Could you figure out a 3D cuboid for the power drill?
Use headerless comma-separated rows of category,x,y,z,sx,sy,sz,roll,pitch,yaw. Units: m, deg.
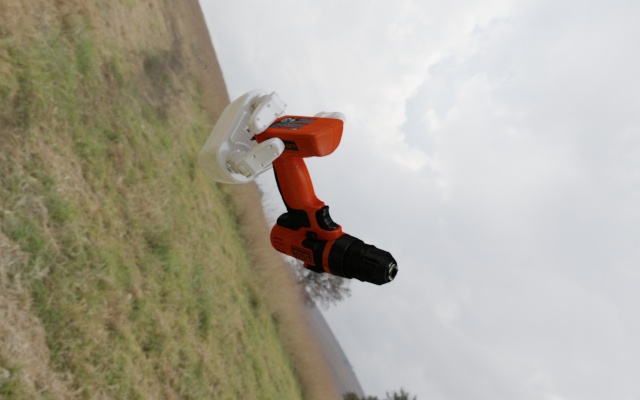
power drill,0.000,0.001,0.543,0.184,0.188,0.057,13,33,39
